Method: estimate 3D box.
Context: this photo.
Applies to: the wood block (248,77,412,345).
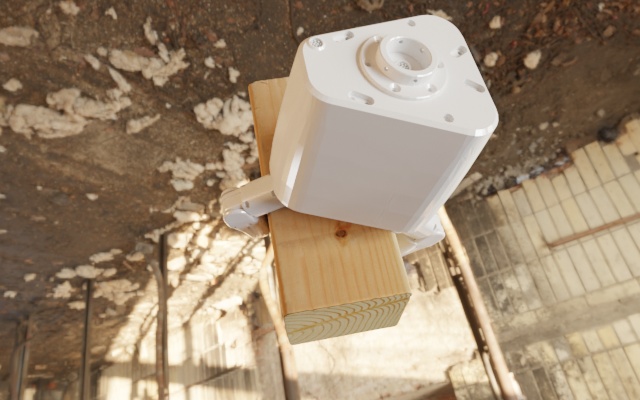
[{"bbox_3d":[0.000,0.001,0.401,0.091,0.206,0.090,-9,-29,-5],"label":"wood block"}]
